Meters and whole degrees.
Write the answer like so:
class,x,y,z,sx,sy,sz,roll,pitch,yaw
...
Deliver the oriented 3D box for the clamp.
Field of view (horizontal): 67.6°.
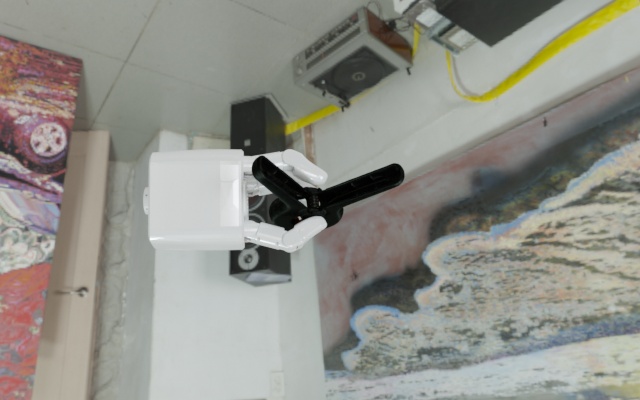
class,x,y,z,sx,sy,sz,roll,pitch,yaw
clamp,0.000,0.003,0.578,0.164,0.036,0.210,0,-22,-8
